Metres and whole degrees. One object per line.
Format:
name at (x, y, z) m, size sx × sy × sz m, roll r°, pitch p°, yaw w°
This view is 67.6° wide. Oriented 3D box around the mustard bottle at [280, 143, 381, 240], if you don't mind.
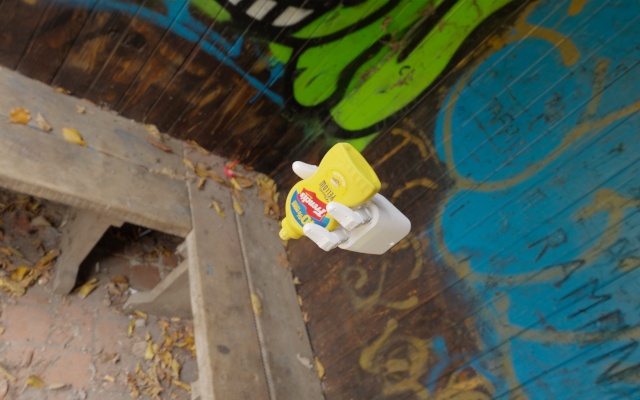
mustard bottle at (0.000, 0.002, 0.768) m, size 0.192 × 0.096 × 0.058 m, roll -43°, pitch -13°, yaw 27°
